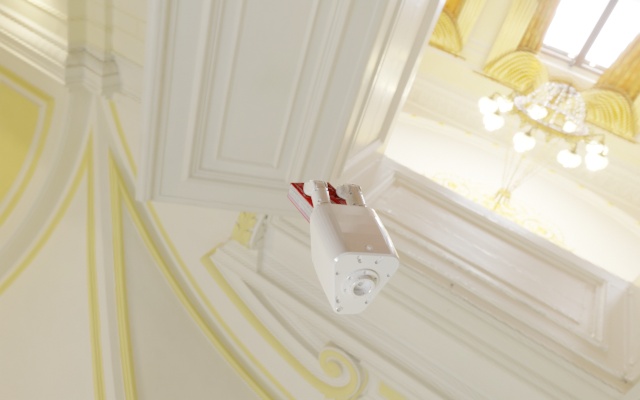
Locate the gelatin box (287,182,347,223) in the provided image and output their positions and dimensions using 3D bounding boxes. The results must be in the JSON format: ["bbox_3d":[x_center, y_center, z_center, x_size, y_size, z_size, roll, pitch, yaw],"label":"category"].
[{"bbox_3d":[0.000,0.003,0.750,0.073,0.030,0.089,-2,30,-31],"label":"gelatin box"}]
